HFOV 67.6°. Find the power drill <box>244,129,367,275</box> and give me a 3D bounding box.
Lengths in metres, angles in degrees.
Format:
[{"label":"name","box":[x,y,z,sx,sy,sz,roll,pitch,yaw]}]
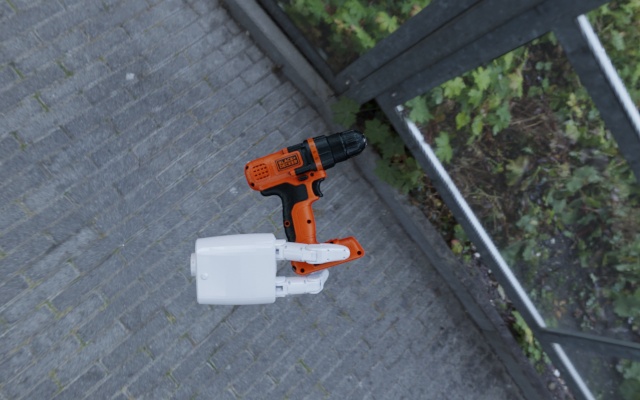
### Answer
[{"label":"power drill","box":[0.000,0.003,0.696,0.184,0.187,0.057,-18,-5,2]}]
